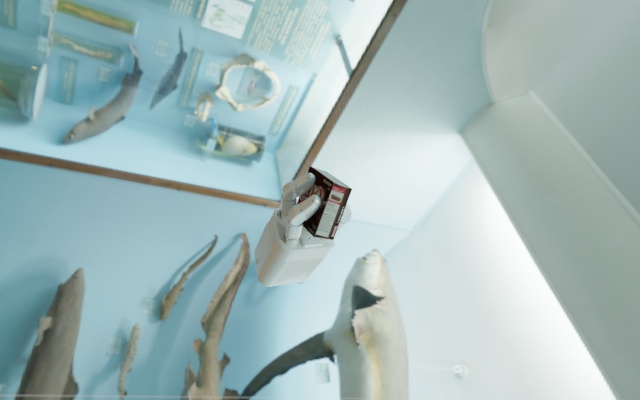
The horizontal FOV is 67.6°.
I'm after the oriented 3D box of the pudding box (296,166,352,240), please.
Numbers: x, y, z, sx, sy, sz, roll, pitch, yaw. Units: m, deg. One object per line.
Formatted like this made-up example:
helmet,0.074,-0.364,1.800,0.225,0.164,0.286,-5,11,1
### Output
pudding box,0.000,0.003,0.764,0.039,0.090,0.113,14,11,-27
